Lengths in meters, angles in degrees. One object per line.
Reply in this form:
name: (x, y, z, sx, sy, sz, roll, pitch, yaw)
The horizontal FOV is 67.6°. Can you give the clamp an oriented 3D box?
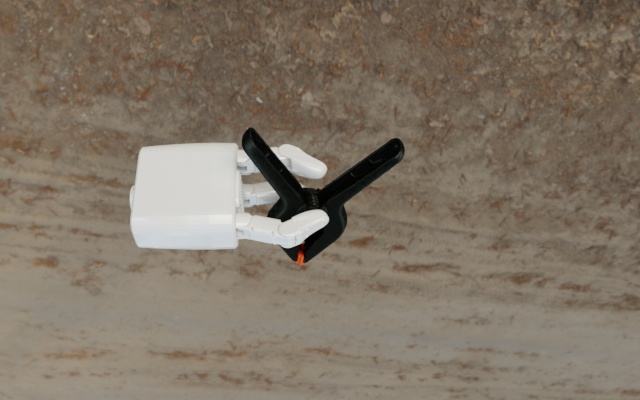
clamp: (0.000, 0.003, 0.539, 0.164, 0.036, 0.210, -1, -42, -6)
